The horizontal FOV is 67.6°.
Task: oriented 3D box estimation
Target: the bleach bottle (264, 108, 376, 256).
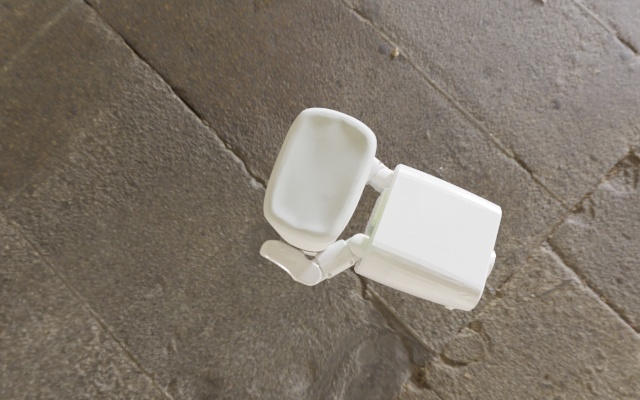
[{"bbox_3d":[0.000,0.002,0.467,0.068,0.102,0.251,22,-8,4],"label":"bleach bottle"}]
